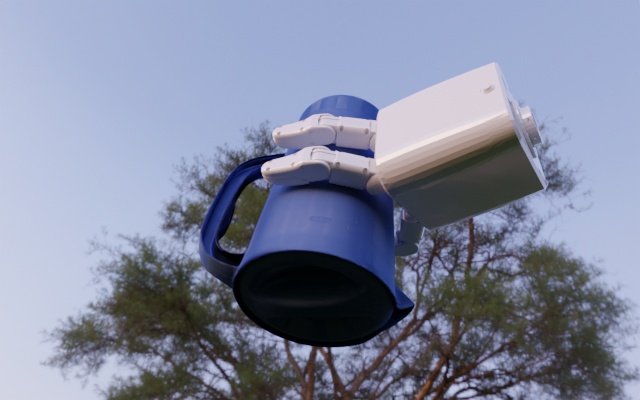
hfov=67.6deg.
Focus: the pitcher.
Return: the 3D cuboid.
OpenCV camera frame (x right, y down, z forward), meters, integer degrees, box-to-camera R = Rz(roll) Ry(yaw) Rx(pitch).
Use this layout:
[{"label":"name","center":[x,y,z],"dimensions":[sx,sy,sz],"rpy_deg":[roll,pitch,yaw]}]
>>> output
[{"label":"pitcher","center":[0.000,0.001,0.460],"dimensions":[0.145,0.242,0.149],"rpy_deg":[-21,-53,28]}]
